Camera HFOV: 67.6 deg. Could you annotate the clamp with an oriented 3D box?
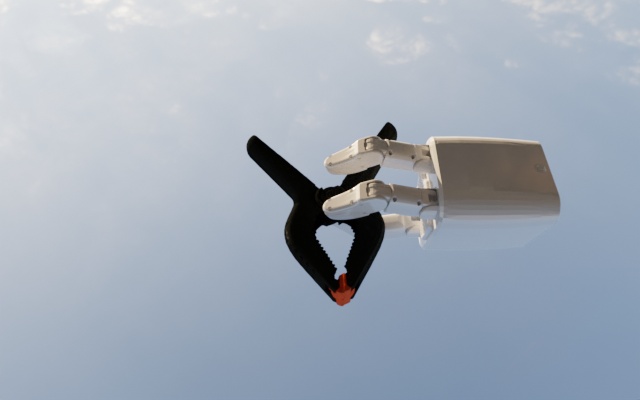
[{"bbox_3d":[0.000,0.002,0.473,0.164,0.209,0.036,-1,-37,3],"label":"clamp"}]
